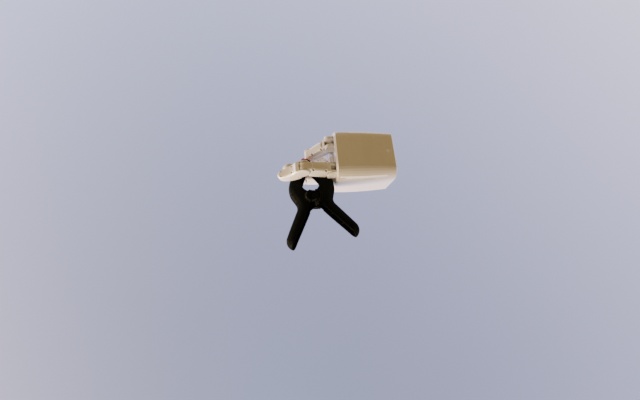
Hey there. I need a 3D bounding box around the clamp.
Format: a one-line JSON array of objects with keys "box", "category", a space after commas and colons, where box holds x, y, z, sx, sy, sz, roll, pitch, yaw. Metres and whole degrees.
[{"box": [0.000, 0.003, 0.815, 0.120, 0.171, 0.039, -1, -28, -6], "category": "clamp"}]
